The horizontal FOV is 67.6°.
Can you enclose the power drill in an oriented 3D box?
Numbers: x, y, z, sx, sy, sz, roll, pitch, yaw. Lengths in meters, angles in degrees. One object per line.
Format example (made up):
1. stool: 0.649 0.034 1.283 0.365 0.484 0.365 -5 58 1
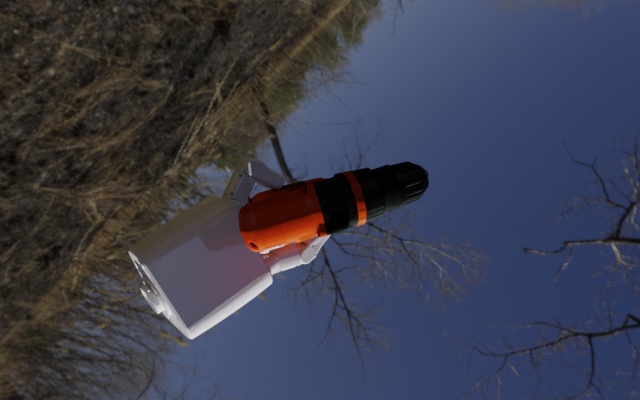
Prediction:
1. power drill: 0.000 0.002 0.507 0.184 0.057 0.187 -14 1 -13
